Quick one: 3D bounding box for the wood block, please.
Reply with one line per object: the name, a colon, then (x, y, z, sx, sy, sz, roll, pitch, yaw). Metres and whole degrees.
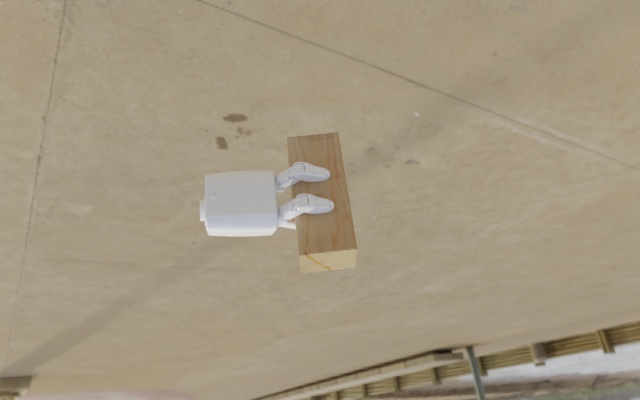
wood block: (0.000, 0.003, 0.777, 0.090, 0.206, 0.091, -6, -26, -2)
